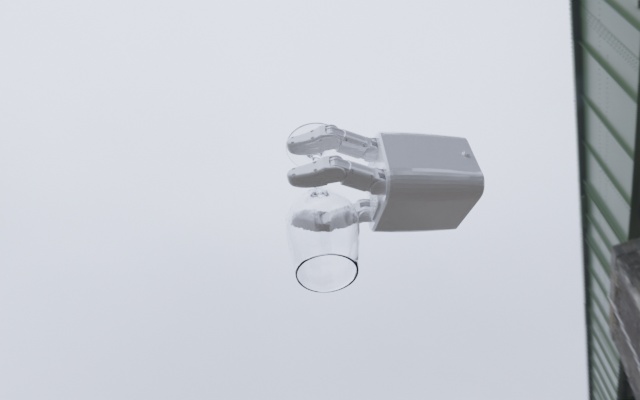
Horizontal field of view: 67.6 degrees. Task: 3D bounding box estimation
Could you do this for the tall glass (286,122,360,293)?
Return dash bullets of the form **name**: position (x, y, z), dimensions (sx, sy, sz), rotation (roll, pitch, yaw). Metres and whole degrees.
- **tall glass**: position (0.000, 0.001, 0.531), dimensions (0.079, 0.079, 0.200), rotation (-2, 45, -2)
